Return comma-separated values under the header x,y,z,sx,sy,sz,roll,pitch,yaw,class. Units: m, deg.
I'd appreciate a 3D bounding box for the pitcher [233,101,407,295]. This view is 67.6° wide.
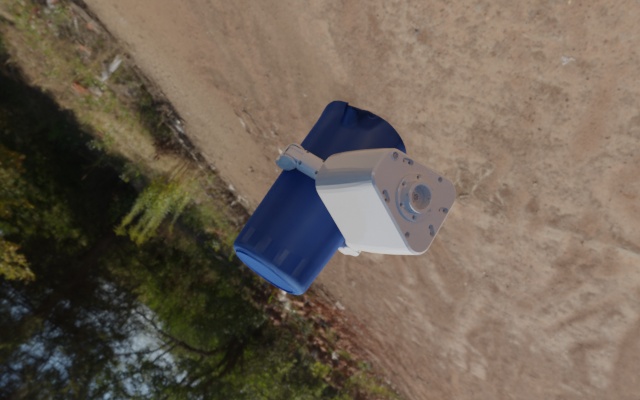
x,y,z,sx,sy,sz,roll,pitch,yaw,class
0.000,0.002,0.635,0.149,0.242,0.145,44,-21,-22,pitcher
